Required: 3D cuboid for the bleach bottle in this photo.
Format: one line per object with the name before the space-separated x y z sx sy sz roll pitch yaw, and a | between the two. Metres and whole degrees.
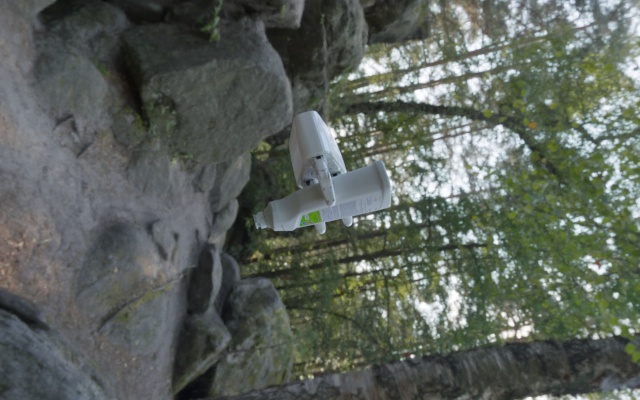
bleach bottle | 0.000 0.003 0.876 0.251 0.068 0.103 -15 -30 -2
